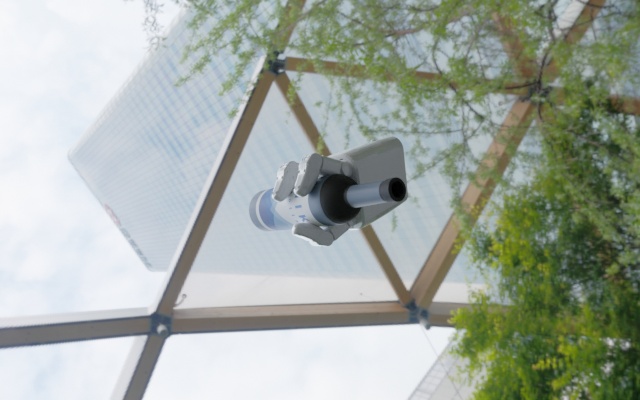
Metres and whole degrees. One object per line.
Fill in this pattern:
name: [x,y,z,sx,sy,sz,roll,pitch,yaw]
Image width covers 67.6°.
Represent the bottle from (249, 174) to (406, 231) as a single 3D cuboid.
bottle: [0.000,0.002,0.647,0.069,0.069,0.296,0,-6,-36]
